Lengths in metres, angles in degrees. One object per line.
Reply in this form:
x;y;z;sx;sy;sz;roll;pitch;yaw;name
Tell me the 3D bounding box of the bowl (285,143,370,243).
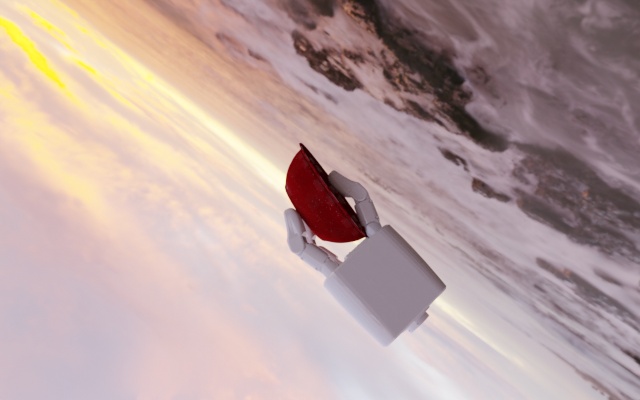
-0.001;0.001;0.646;0.055;0.162;0.162;-36;-4;6;bowl
